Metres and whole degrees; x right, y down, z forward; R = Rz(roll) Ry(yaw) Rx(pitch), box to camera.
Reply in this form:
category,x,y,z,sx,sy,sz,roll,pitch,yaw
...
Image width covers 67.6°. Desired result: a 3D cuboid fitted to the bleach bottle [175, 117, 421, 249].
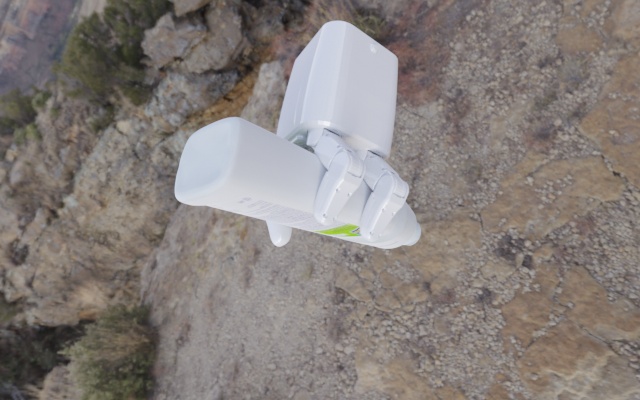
category,x,y,z,sx,sy,sz,roll,pitch,yaw
bleach bottle,0.000,0.002,0.456,0.251,0.068,0.102,21,-19,-37
